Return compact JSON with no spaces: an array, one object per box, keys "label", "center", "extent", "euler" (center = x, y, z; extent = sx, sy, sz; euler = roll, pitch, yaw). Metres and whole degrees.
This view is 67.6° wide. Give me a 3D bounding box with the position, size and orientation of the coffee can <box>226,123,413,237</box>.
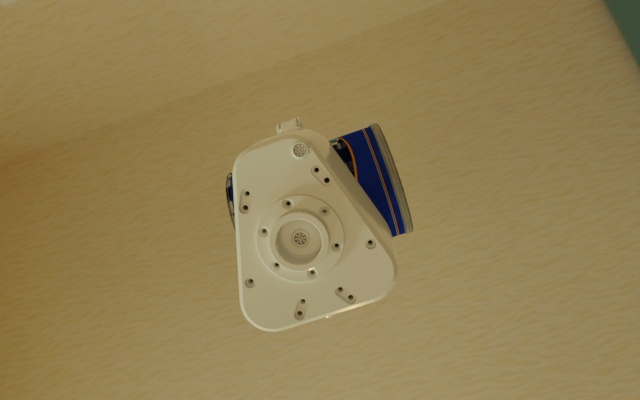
[{"label":"coffee can","center":[0.000,0.001,0.432],"extent":[0.140,0.103,0.103],"euler":[-18,-2,5]}]
